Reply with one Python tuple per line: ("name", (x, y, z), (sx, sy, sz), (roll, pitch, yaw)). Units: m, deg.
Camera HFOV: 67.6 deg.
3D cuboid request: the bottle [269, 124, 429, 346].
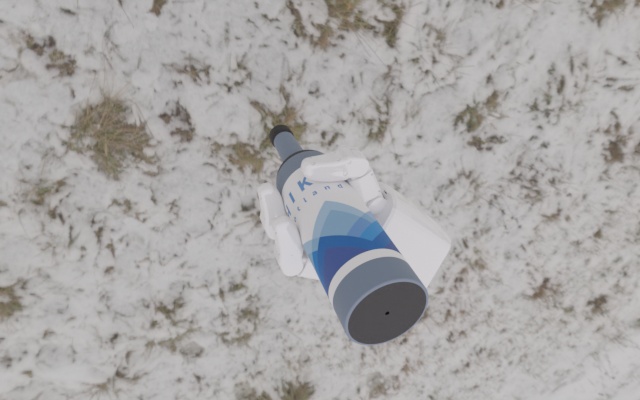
("bottle", (0.000, 0.002, 0.455), (0.069, 0.069, 0.295), (0, 33, -23))
